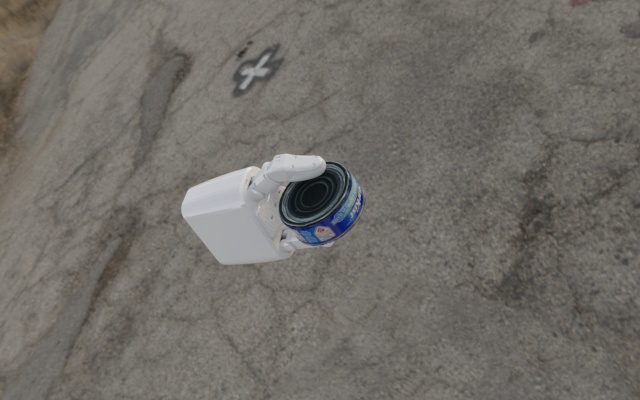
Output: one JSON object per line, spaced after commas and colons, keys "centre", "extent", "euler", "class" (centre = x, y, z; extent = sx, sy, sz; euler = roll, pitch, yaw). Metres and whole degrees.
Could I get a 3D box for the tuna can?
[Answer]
{"centre": [0.000, 0.001, 0.486], "extent": [0.086, 0.086, 0.034], "euler": [0, -37, 38], "class": "tuna can"}
